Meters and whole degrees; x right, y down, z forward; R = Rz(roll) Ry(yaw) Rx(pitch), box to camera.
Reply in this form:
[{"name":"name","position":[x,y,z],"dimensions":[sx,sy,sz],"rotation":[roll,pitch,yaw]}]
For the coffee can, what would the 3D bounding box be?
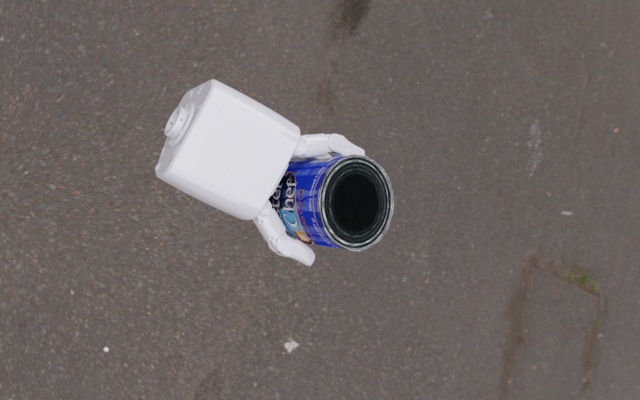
[{"name":"coffee can","position":[0.000,0.002,0.558],"dimensions":[0.103,0.103,0.140],"rotation":[0,1,-35]}]
